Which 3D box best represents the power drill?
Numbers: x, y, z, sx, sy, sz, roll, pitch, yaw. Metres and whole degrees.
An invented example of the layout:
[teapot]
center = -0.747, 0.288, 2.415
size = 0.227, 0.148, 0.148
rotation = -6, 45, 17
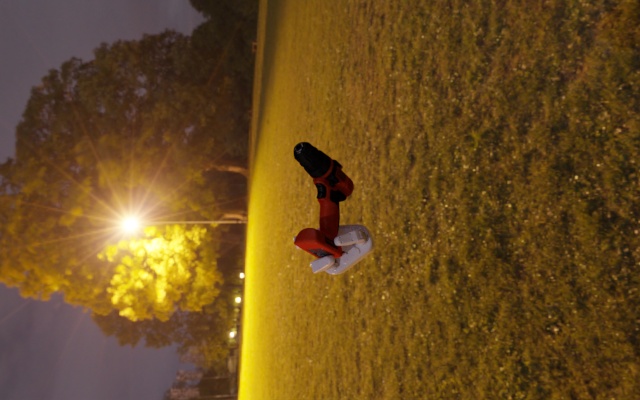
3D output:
[power drill]
center = 0.000, 0.003, 0.893
size = 0.057, 0.187, 0.184
rotation = -7, -27, 33
